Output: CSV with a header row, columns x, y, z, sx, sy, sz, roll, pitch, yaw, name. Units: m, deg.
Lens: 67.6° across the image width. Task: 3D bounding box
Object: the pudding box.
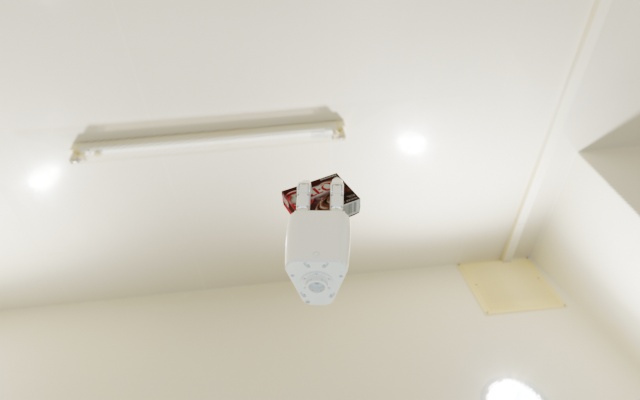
x,y,z,sx,sy,sz,roll,pitch,yaw,name
0.000,0.003,0.833,0.113,0.039,0.090,-18,41,-19,pudding box
